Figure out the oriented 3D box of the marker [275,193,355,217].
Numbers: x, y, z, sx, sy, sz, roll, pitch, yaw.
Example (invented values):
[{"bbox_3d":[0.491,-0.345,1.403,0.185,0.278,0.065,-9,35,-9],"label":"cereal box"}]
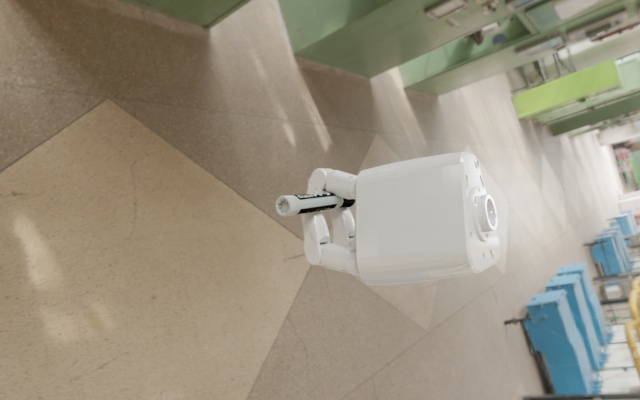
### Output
[{"bbox_3d":[0.000,0.002,0.480,0.020,0.020,0.121,0,3,34],"label":"marker"}]
